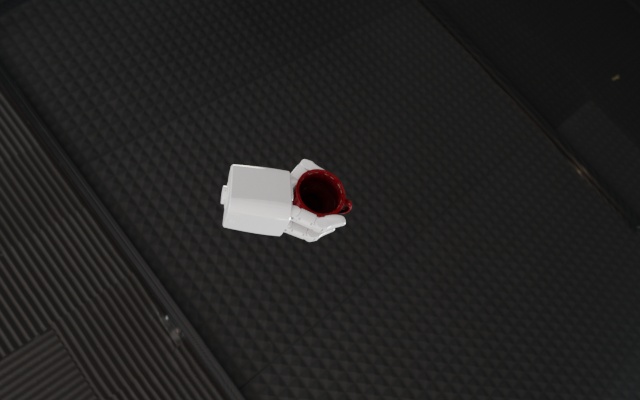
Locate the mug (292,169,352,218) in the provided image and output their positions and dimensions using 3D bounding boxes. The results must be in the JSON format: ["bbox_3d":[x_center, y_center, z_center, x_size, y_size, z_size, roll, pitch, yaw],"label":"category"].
[{"bbox_3d":[0.001,0.003,0.887,0.117,0.093,0.081,10,-26,-15],"label":"mug"}]
